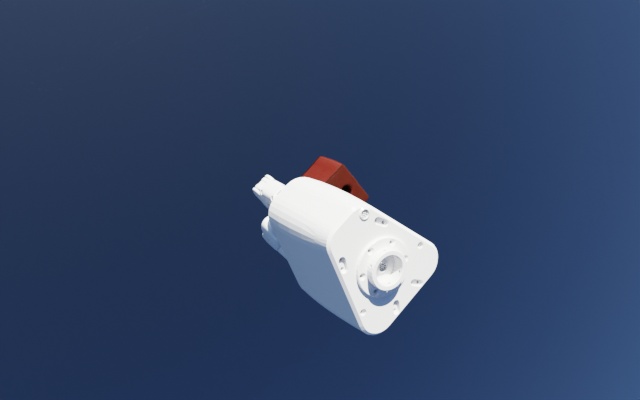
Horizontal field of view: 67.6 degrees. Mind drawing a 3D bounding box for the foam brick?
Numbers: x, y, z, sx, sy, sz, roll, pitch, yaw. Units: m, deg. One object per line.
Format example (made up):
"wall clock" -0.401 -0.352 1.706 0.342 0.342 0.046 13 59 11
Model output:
"foam brick" 0.000 0.001 0.494 0.053 0.078 0.051 49 -13 -29
